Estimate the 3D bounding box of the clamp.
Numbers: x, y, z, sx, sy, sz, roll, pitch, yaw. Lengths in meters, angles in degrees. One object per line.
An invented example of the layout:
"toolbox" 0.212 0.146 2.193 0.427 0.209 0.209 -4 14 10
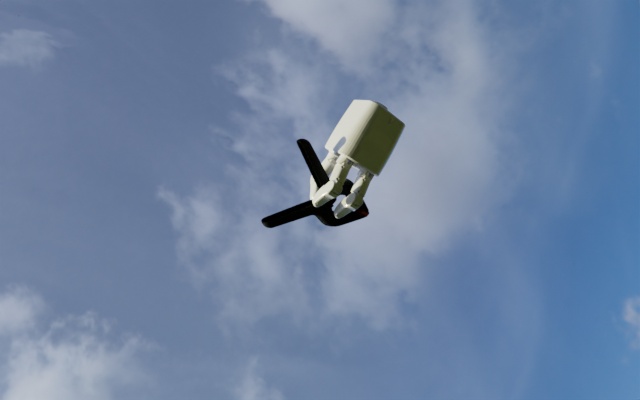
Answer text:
"clamp" 0.000 0.003 0.866 0.210 0.164 0.036 28 5 -36
